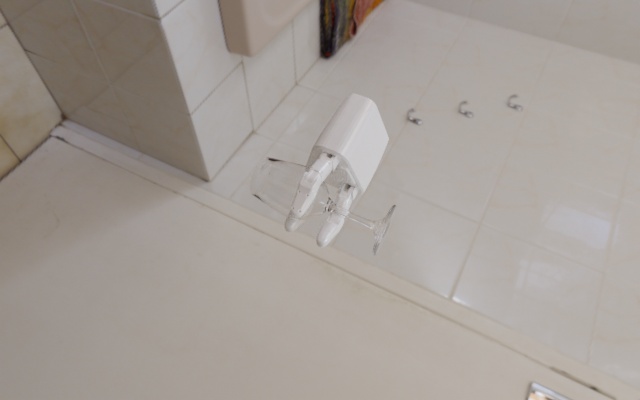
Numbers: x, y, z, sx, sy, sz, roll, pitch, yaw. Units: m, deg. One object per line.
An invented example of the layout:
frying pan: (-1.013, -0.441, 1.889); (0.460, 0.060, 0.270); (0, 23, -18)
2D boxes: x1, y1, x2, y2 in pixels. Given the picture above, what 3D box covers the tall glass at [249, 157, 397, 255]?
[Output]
tall glass: (0.001, 0.003, 0.672); (0.201, 0.079, 0.079); (23, 7, 16)
